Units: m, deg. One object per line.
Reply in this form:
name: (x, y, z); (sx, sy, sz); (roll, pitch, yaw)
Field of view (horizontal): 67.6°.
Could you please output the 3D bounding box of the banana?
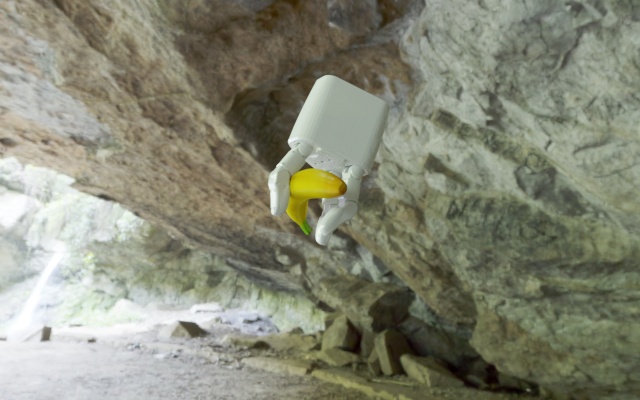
banana: (-0.016, -0.008, 0.632); (0.069, 0.037, 0.198); (35, -21, -1)
